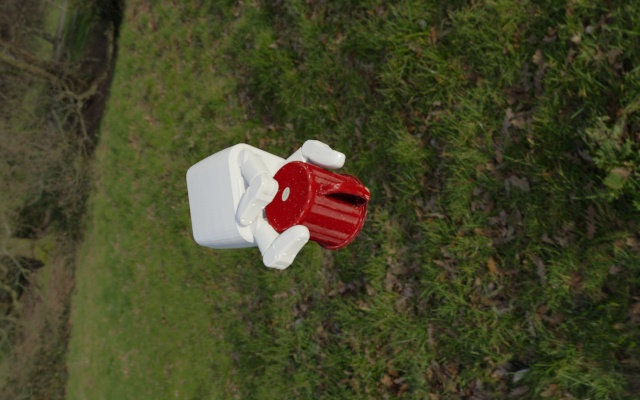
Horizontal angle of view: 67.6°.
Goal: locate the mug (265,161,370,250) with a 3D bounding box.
[{"bbox_3d":[0.001,0.002,0.529,0.081,0.093,0.117,18,-22,-41],"label":"mug"}]
